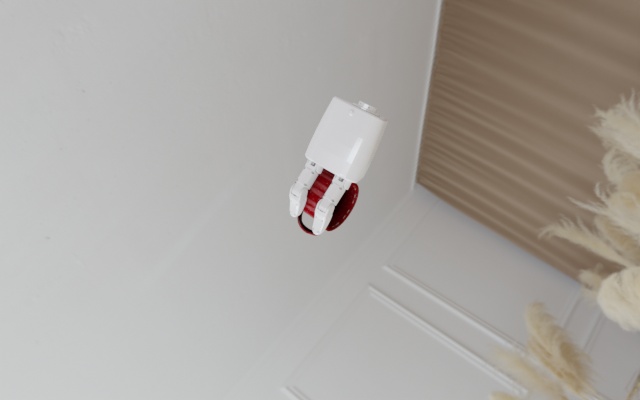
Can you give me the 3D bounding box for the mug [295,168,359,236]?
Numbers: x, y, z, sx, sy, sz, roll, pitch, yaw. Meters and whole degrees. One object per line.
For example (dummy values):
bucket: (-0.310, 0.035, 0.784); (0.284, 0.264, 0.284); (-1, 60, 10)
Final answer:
mug: (-0.001, 0.004, 0.813); (0.081, 0.117, 0.093); (32, 14, 25)
